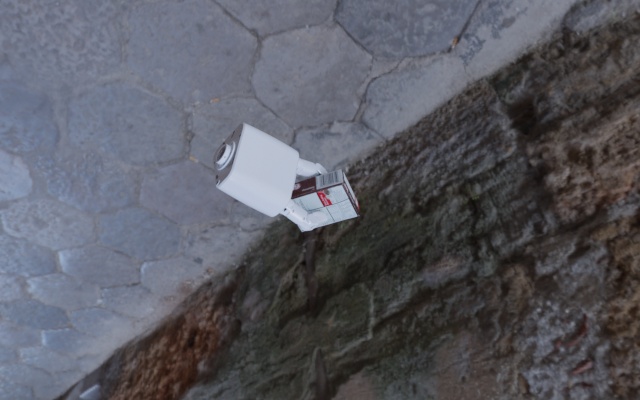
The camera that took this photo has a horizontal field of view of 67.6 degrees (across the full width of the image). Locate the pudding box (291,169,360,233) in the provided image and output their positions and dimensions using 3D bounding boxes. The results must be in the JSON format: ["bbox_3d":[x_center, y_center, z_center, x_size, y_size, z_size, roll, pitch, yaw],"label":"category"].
[{"bbox_3d":[0.000,0.003,0.813,0.113,0.039,0.090,-15,-44,14],"label":"pudding box"}]
